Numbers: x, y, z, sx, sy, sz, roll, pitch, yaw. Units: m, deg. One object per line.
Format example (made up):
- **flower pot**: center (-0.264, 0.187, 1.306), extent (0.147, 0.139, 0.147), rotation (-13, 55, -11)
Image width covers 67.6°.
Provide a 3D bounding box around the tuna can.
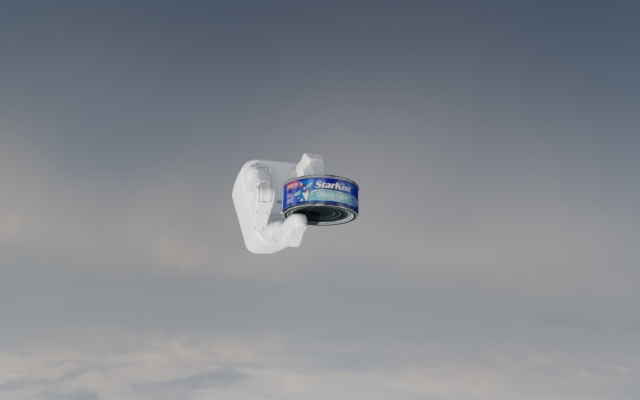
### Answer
- **tuna can**: center (0.000, 0.002, 0.529), extent (0.086, 0.033, 0.086), rotation (1, -18, 0)
